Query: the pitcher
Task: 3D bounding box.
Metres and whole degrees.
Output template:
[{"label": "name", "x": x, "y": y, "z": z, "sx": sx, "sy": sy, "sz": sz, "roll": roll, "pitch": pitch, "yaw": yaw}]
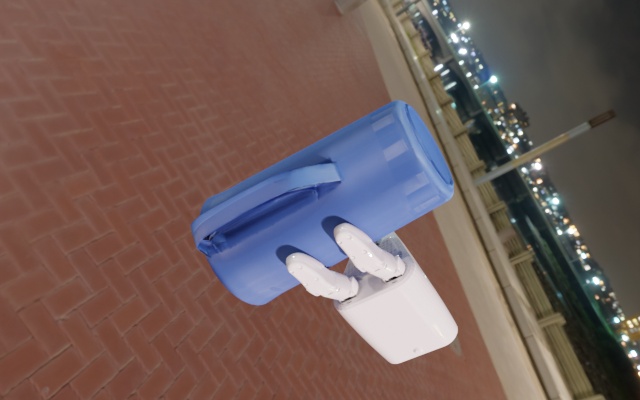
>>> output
[{"label": "pitcher", "x": 0.000, "y": 0.002, "z": 0.482, "sx": 0.243, "sy": 0.145, "sz": 0.149, "roll": -29, "pitch": 23, "yaw": 21}]
